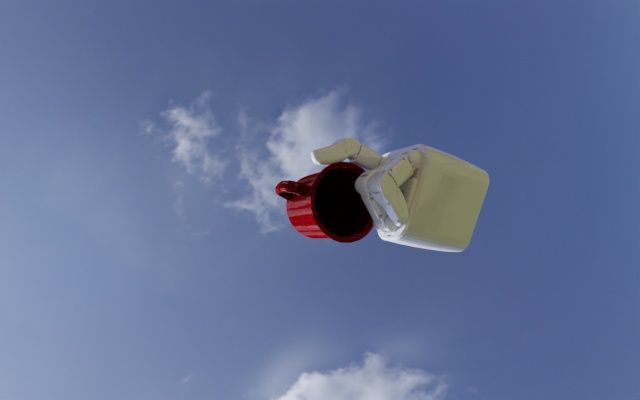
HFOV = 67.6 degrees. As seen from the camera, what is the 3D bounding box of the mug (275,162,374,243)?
[{"bbox_3d":[-0.001,0.002,0.571,0.117,0.093,0.081,17,-12,-27],"label":"mug"}]
